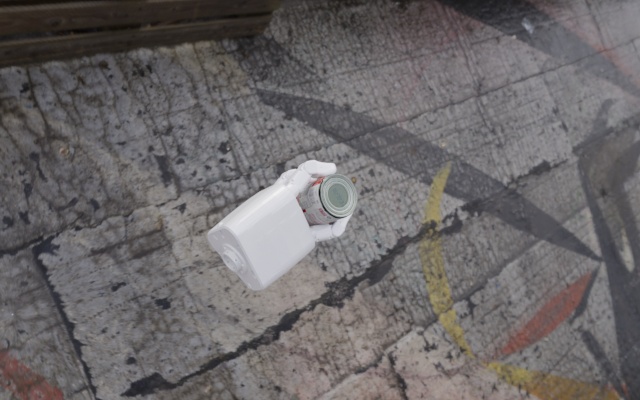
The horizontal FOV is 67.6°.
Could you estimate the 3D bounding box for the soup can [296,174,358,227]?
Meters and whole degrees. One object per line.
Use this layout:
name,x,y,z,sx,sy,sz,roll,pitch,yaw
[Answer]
soup can,0.001,0.002,0.727,0.068,0.068,0.102,0,-11,-33
